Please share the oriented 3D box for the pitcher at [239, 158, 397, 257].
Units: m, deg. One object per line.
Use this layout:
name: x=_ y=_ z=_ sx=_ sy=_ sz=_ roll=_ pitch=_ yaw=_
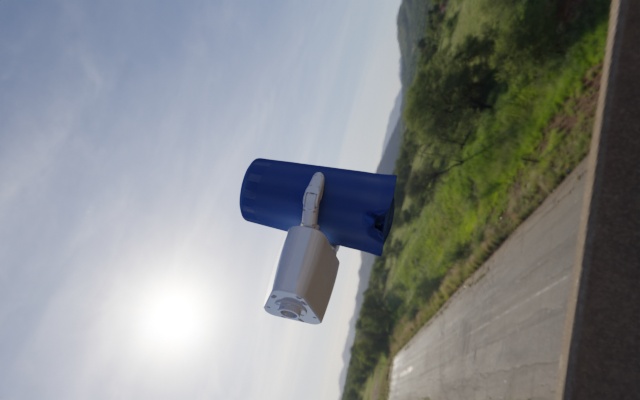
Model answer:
pitcher: x=0.000 y=0.003 z=0.789 sx=0.243 sy=0.145 sz=0.149 roll=11 pitch=-35 yaw=7
